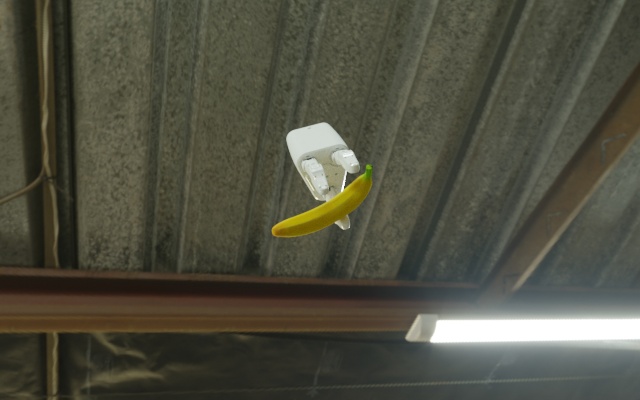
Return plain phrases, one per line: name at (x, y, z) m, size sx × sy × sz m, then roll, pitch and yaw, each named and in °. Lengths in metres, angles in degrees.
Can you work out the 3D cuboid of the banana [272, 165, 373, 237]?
banana at (0.012, 0.011, 0.797) m, size 0.198 × 0.037 × 0.070 m, roll -35°, pitch -48°, yaw 8°
